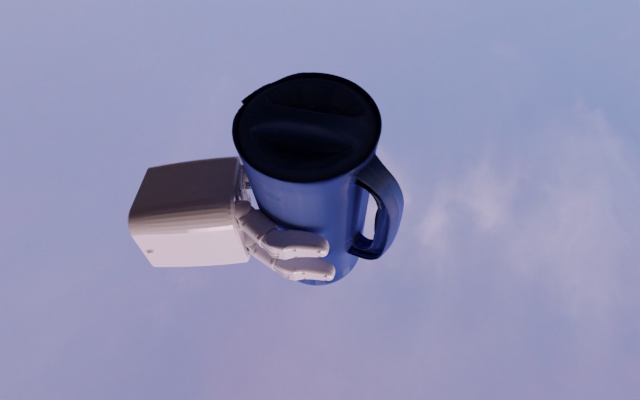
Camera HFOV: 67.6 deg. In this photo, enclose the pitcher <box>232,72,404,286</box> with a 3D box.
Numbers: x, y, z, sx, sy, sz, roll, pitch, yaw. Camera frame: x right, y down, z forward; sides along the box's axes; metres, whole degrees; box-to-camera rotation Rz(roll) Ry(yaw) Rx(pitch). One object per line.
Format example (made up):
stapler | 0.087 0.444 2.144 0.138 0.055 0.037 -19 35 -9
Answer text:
pitcher | 0.000 0.002 0.511 0.145 0.149 0.243 -5 -35 0
